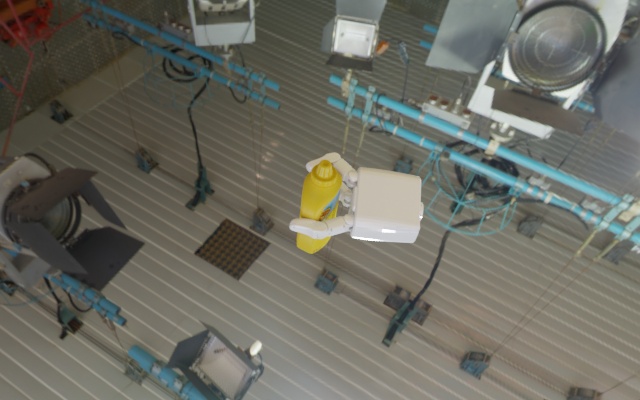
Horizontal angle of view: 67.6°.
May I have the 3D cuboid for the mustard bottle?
[{"bbox_3d":[0.000,0.003,0.799,0.058,0.096,0.192,27,-36,14],"label":"mustard bottle"}]
